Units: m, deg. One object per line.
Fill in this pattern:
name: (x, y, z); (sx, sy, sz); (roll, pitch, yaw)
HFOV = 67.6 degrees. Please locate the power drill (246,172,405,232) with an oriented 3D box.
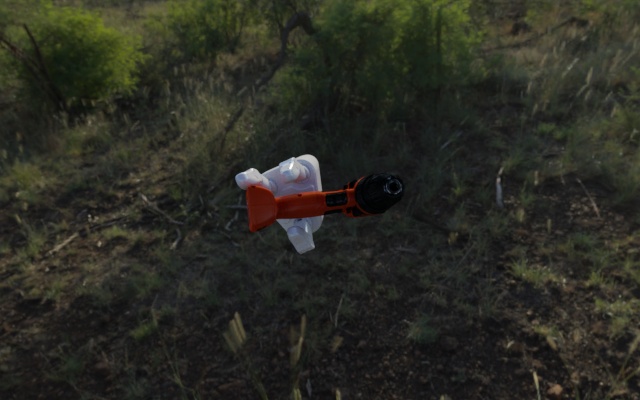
power drill: (0.000, 0.002, 0.618); (0.187, 0.057, 0.184); (-4, -7, -12)
